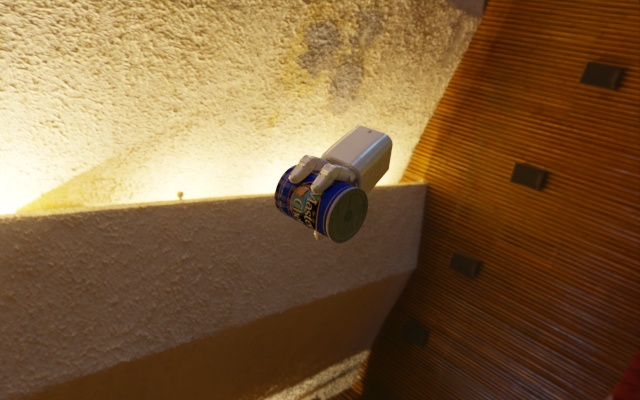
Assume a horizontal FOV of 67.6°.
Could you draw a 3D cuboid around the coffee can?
[{"bbox_3d":[0.000,0.003,0.864,0.140,0.103,0.103,26,17,38],"label":"coffee can"}]
